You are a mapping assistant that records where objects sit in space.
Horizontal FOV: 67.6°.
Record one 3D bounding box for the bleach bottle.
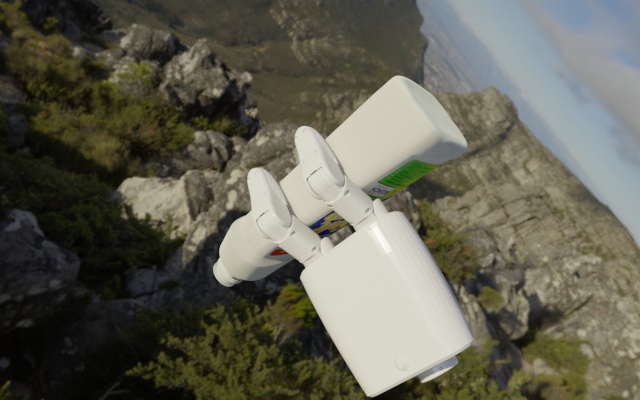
[{"bbox_3d":[0.000,0.001,0.422,0.251,0.068,0.102,-38,-19,25],"label":"bleach bottle"}]
